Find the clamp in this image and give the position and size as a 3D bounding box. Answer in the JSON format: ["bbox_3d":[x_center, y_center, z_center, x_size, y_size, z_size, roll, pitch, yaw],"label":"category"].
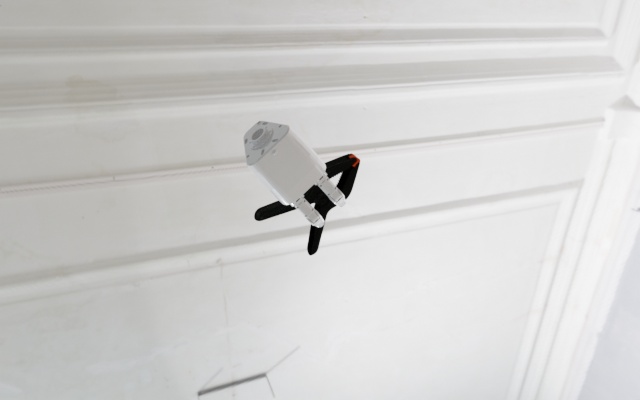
[{"bbox_3d":[0.000,0.002,0.886,0.165,0.210,0.036,47,0,-41],"label":"clamp"}]
